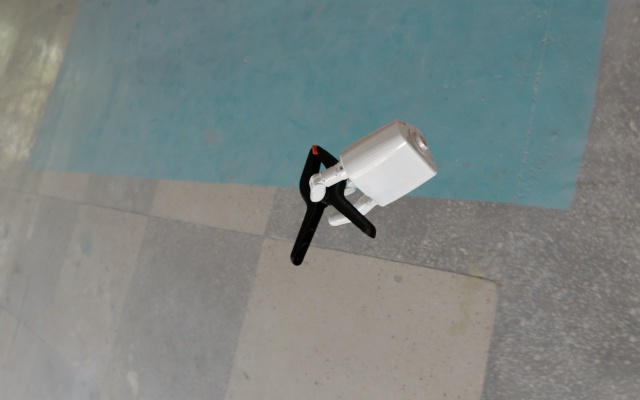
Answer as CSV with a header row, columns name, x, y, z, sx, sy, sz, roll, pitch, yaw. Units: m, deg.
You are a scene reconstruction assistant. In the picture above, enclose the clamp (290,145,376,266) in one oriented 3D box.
name,x,y,z,sx,sy,sz,roll,pitch,yaw
clamp,0.000,0.002,0.818,0.164,0.209,0.036,-29,-33,25
